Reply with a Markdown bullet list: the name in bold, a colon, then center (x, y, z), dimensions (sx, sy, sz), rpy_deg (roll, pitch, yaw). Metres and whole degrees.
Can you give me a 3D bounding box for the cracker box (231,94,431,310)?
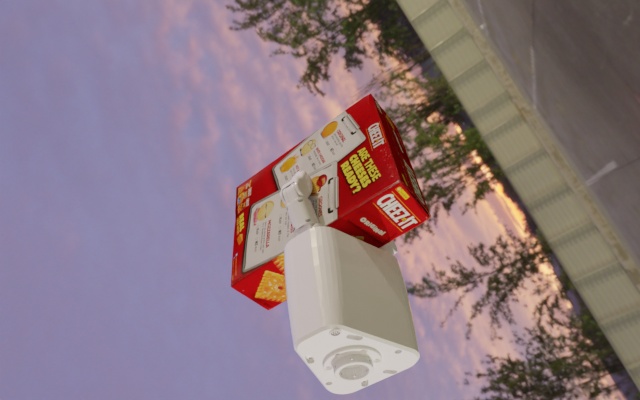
- **cracker box**: center (0.000, 0.002, 0.538), dimensions (0.214, 0.164, 0.072), rpy_deg (-32, -53, 21)
